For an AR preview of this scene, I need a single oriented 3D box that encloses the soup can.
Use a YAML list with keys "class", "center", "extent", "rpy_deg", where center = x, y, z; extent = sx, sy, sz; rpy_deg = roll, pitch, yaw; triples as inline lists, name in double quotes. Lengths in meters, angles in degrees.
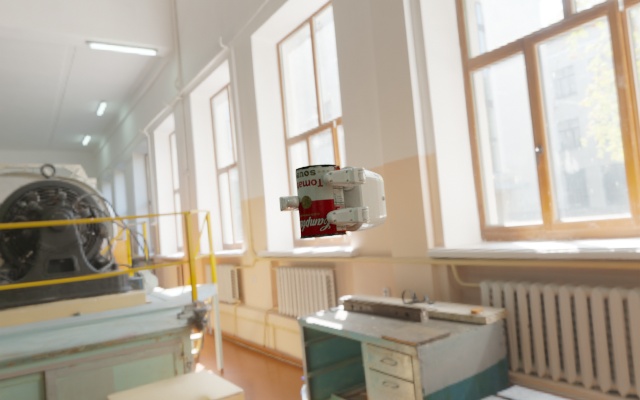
- class: "soup can"
  center: [0.000, 0.002, 0.693]
  extent: [0.068, 0.102, 0.068]
  rpy_deg: [-5, -3, 0]
